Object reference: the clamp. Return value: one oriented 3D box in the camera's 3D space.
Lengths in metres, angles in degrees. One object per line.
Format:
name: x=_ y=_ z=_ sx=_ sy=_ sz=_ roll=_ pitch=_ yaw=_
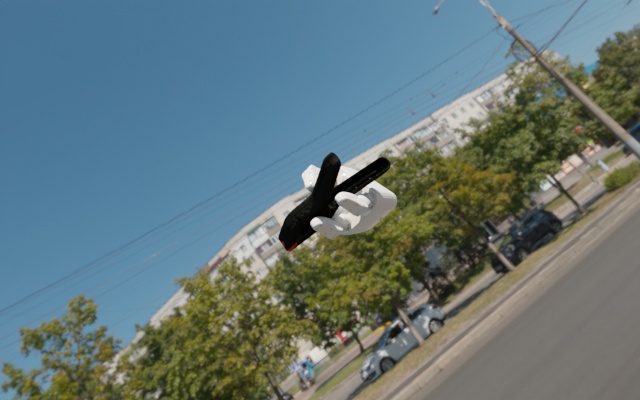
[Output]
clamp: x=-0.001 y=0.002 z=0.719 sx=0.210 sy=0.036 sz=0.164 roll=-44 pitch=-23 yaw=20
